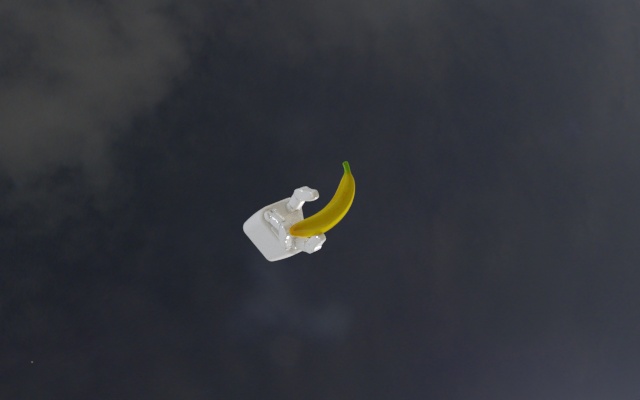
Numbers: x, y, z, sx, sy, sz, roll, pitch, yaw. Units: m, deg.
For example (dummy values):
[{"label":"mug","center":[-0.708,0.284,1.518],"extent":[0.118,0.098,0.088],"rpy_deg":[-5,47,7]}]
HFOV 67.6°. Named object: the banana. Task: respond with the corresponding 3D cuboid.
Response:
[{"label":"banana","center":[0.015,0.014,0.905],"extent":[0.197,0.069,0.037],"rpy_deg":[-52,13,-32]}]
